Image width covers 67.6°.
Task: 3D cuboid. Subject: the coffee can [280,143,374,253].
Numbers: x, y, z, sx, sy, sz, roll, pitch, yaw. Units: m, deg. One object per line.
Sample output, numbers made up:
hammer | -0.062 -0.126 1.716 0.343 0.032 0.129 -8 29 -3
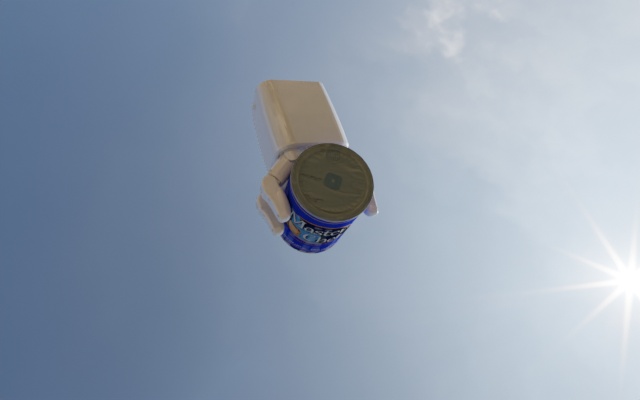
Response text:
coffee can | 0.000 0.002 0.631 0.103 0.102 0.140 0 -22 -14
